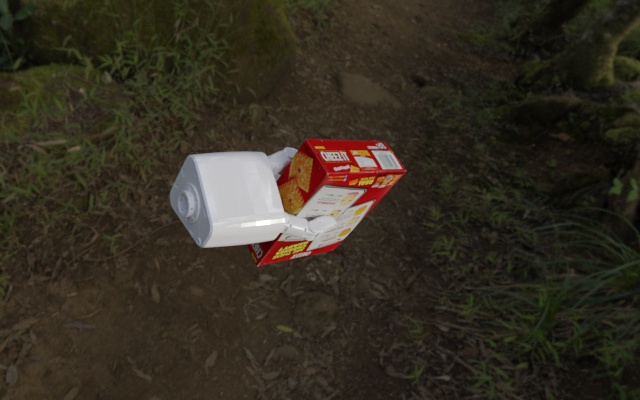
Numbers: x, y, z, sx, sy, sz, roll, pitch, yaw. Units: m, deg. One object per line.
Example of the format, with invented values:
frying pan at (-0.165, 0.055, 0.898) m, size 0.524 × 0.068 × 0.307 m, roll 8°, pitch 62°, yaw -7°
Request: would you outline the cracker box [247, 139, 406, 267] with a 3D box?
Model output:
cracker box at (0.000, 0.002, 0.718) m, size 0.164 × 0.072 × 0.214 m, roll -6°, pitch -34°, yaw -42°
